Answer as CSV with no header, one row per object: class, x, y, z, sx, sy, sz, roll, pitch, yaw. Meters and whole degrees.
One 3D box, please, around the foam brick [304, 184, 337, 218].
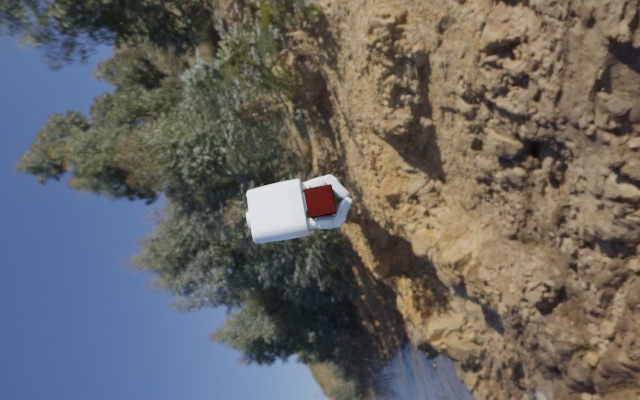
foam brick,0.000,0.003,0.878,0.051,0.053,0.078,-10,-4,0
